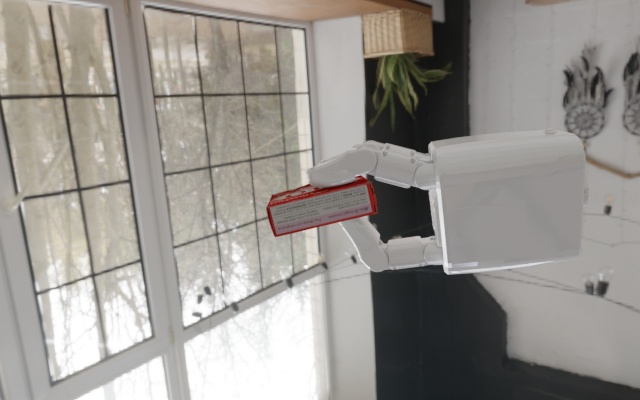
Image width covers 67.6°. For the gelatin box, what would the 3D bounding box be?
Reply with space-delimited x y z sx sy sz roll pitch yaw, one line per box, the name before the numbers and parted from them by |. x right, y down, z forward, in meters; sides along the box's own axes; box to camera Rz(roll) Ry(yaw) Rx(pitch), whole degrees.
gelatin box | 0.000 0.002 0.418 0.089 0.030 0.073 -14 9 0
